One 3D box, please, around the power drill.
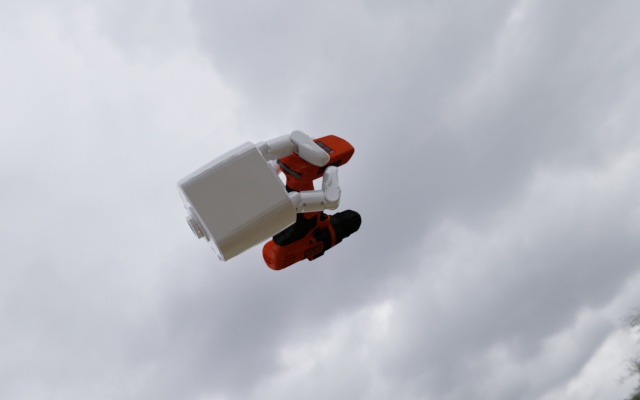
[{"bbox_3d":[0.000,0.002,0.699,0.184,0.188,0.057,-24,44,-36],"label":"power drill"}]
